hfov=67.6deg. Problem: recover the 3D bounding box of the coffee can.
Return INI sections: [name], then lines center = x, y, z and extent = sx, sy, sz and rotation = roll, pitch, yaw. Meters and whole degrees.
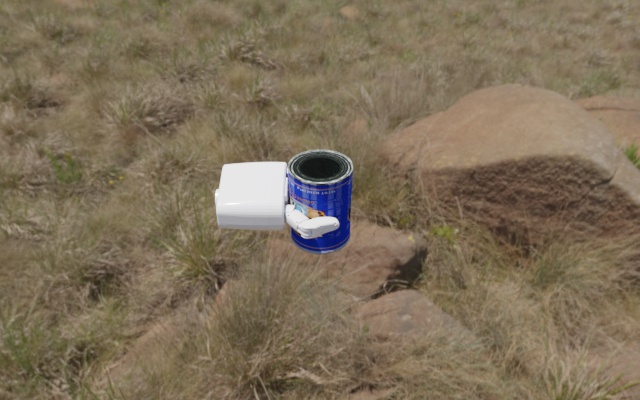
[coffee can]
center = 0.000, 0.003, 0.780
extent = 0.103, 0.140, 0.102
rotation = 0, 36, 0
